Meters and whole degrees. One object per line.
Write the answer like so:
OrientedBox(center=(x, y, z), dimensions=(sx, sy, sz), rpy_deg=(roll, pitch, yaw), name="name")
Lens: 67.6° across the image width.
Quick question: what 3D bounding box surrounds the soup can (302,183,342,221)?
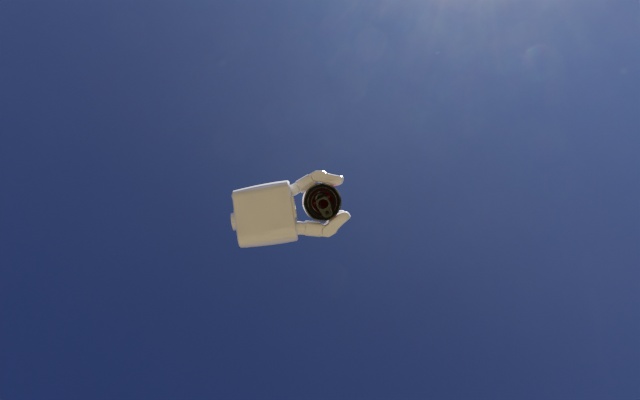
OrientedBox(center=(0.001, 0.003, 0.893), dimensions=(0.068, 0.068, 0.102), rpy_deg=(0, 0, -4), name="soup can")
